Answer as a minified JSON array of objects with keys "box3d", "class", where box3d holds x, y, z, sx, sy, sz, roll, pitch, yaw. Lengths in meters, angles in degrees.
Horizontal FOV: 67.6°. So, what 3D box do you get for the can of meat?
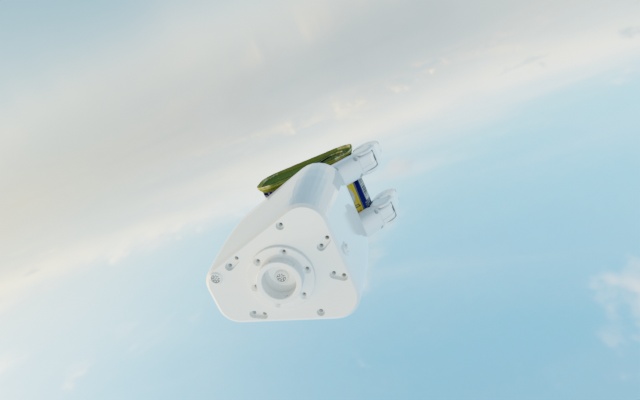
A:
[{"box3d":[0.000,0.002,0.486,0.102,0.084,0.057,-22,14,9],"class":"can of meat"}]
